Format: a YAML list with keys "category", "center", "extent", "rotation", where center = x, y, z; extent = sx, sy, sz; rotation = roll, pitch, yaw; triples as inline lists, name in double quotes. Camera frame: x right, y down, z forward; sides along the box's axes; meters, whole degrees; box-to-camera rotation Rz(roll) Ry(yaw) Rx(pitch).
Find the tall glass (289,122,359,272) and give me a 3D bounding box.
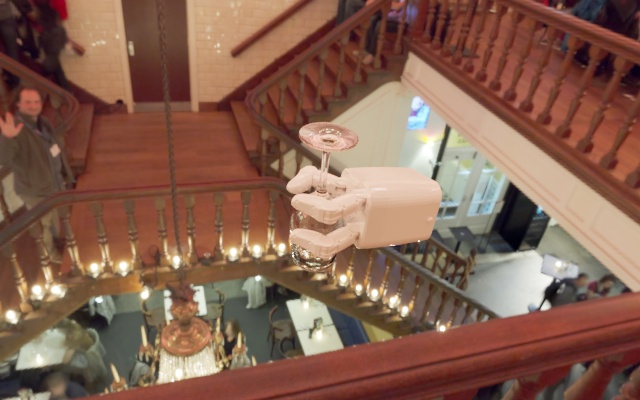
- category: "tall glass"
  center: [0.000, 0.002, 0.640]
  extent: [0.079, 0.201, 0.079]
  rotation: [5, 35, -4]
